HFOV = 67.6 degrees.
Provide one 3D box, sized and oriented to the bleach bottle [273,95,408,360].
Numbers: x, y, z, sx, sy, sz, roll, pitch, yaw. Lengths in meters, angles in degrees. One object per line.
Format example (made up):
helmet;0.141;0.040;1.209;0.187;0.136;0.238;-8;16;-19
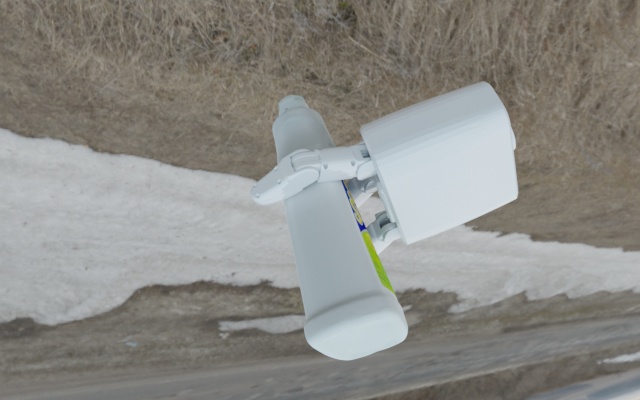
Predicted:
bleach bottle;0.000;0.001;0.413;0.068;0.250;0.103;-22;-32;8
